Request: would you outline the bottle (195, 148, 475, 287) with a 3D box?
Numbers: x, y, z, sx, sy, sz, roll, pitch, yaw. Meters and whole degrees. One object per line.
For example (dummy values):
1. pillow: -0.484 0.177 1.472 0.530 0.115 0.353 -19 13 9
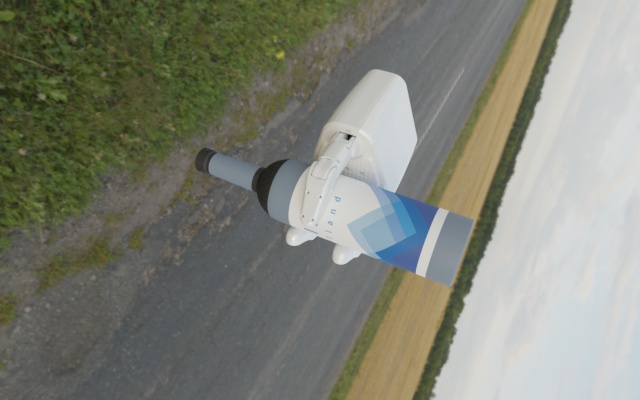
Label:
1. bottle: 0.000 0.002 0.487 0.295 0.069 0.069 20 6 18
